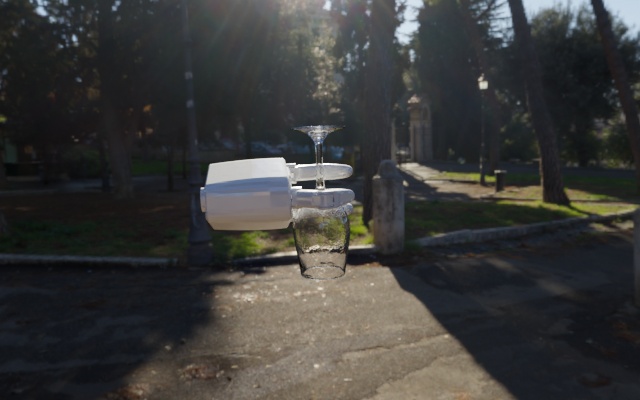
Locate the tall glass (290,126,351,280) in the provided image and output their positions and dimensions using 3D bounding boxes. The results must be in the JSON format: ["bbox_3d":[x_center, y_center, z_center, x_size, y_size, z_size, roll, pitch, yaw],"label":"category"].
[{"bbox_3d":[0.000,0.001,0.643,0.079,0.201,0.079,-2,7,0],"label":"tall glass"}]
